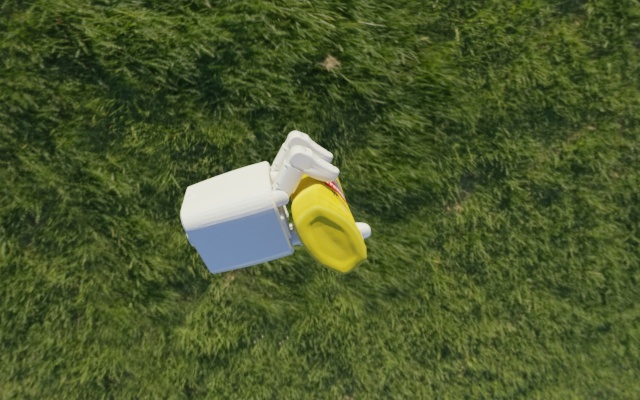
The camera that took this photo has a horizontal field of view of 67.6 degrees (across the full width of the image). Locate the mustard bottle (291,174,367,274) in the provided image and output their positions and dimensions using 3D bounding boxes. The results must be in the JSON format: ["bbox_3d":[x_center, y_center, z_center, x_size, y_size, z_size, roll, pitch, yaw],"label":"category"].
[{"bbox_3d":[0.000,0.002,0.580,0.058,0.096,0.191,-38,25,11],"label":"mustard bottle"}]
